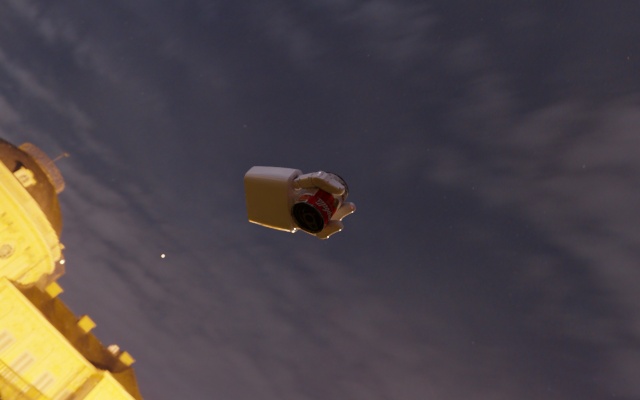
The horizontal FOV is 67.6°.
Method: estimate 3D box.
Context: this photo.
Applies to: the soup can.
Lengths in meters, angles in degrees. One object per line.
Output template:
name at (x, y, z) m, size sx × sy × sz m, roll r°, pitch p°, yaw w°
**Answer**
soup can at (0.001, 0.003, 0.869) m, size 0.068 × 0.068 × 0.102 m, roll 0°, pitch 34°, yaw 35°
